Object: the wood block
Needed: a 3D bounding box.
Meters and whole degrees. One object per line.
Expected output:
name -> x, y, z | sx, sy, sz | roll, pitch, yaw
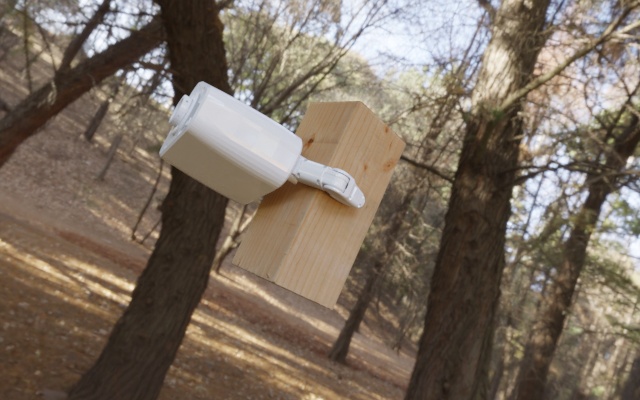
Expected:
wood block -> 0.000, 0.001, 0.532 | 0.090, 0.206, 0.091 | 34, -14, -38
